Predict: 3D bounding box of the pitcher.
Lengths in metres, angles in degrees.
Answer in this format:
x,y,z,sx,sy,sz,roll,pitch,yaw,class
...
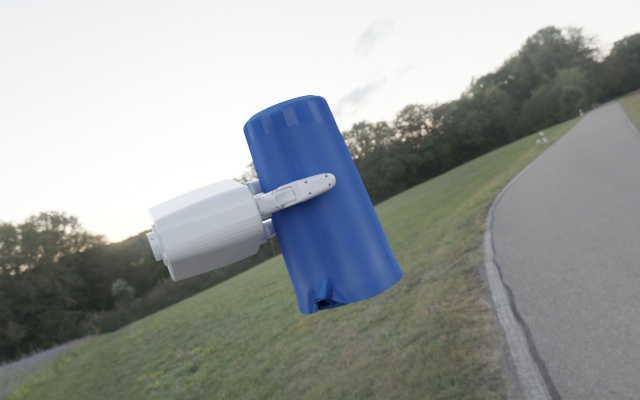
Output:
x,y,z,sx,sy,sz,roll,pitch,yaw,class
0.000,0.002,0.586,0.145,0.243,0.149,-21,2,-21,pitcher
